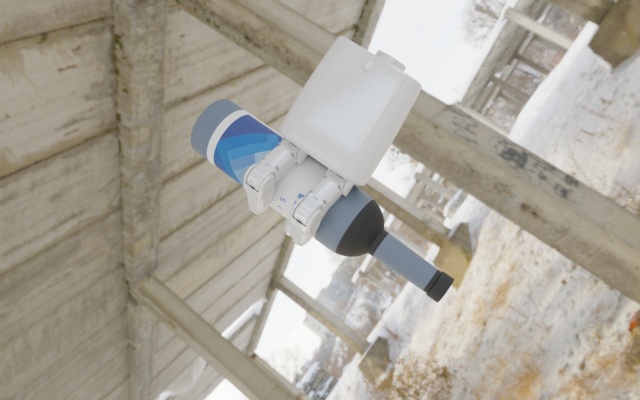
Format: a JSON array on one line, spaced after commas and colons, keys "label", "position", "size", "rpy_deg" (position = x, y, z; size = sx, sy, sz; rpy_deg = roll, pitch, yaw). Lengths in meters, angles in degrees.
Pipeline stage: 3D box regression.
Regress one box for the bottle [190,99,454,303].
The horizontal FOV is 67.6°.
[{"label": "bottle", "position": [0.000, 0.001, 0.478], "size": [0.295, 0.069, 0.069], "rpy_deg": [35, 10, 14]}]
